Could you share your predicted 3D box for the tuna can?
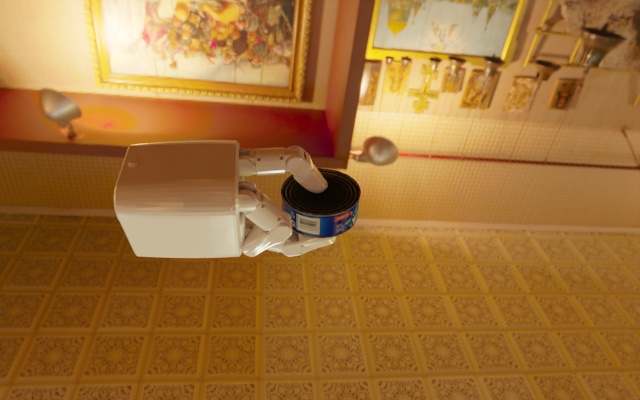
[{"bbox_3d":[0.000,0.002,0.521,0.086,0.034,0.086,1,37,-1],"label":"tuna can"}]
